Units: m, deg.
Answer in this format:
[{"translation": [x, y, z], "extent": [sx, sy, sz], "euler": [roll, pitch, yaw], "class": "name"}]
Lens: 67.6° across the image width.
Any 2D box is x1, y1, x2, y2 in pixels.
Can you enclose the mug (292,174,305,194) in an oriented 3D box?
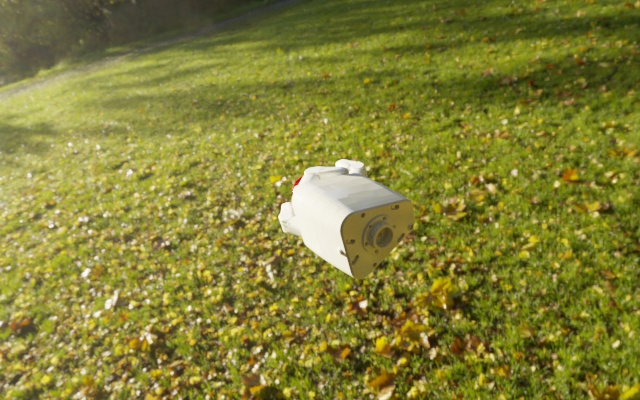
[{"translation": [-0.001, 0.002, 0.705], "extent": [0.093, 0.081, 0.117], "euler": [-29, 32, -22], "class": "mug"}]
